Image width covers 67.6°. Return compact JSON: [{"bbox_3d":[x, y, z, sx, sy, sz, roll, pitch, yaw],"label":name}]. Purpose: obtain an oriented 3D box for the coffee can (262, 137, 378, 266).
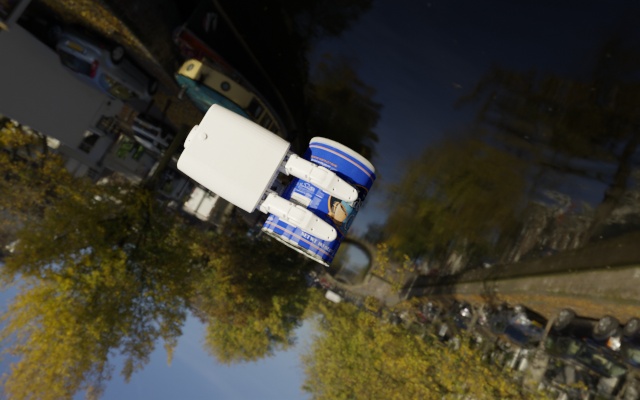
[{"bbox_3d":[0.000,0.002,0.638,0.103,0.140,0.103,28,-9,5],"label":"coffee can"}]
